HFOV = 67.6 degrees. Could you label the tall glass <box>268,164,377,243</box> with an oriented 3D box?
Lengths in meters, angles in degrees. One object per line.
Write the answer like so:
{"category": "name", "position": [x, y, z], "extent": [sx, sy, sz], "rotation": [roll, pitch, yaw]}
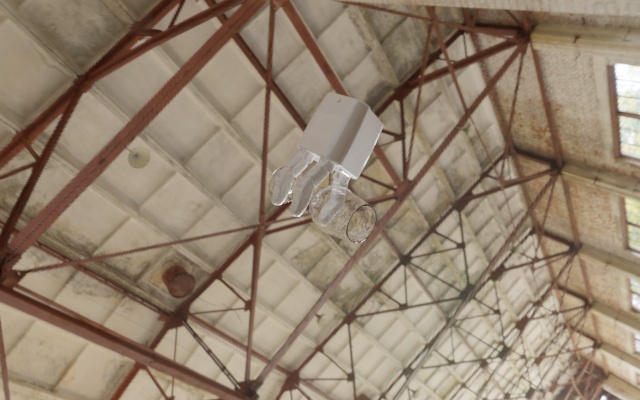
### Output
{"category": "tall glass", "position": [0.000, 0.002, 0.782], "extent": [0.079, 0.079, 0.201], "rotation": [0, 20, -41]}
